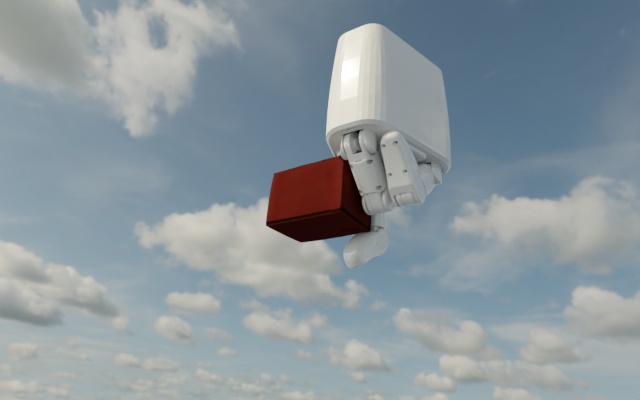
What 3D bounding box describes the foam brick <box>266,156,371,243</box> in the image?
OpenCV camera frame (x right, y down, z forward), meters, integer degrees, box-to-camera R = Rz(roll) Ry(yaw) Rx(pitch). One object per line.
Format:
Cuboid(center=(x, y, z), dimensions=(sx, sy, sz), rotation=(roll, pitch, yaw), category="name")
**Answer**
Cuboid(center=(0.000, 0.001, 0.420), dimensions=(0.078, 0.051, 0.053), rotation=(-12, -28, 31), category="foam brick")
